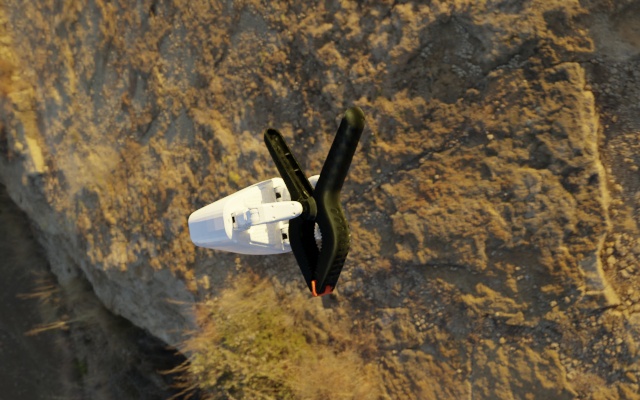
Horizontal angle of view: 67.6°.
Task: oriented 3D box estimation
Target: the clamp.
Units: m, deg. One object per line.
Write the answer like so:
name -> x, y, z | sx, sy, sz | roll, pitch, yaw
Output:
clamp -> -0.001, 0.002, 0.536 | 0.036, 0.210, 0.164 | -6, -4, -39
